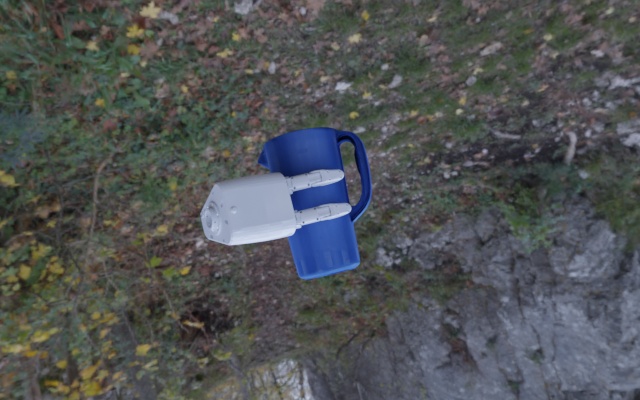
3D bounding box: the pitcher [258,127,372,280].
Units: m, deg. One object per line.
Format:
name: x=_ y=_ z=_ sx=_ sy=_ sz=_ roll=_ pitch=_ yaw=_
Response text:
pitcher: x=0.000 y=0.003 z=0.813 sx=0.145 sy=0.243 sz=0.149 roll=-9 pitch=-7 yaw=-34
